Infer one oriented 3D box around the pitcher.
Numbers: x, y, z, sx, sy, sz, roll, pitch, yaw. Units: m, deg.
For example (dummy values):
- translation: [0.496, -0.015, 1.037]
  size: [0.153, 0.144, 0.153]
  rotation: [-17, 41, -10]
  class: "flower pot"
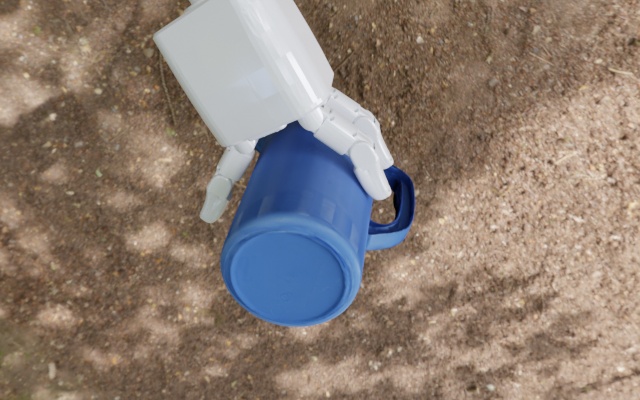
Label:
- translation: [0.000, 0.001, 0.455]
  size: [0.149, 0.145, 0.242]
  rotation: [-23, 25, 19]
  class: "pitcher"
